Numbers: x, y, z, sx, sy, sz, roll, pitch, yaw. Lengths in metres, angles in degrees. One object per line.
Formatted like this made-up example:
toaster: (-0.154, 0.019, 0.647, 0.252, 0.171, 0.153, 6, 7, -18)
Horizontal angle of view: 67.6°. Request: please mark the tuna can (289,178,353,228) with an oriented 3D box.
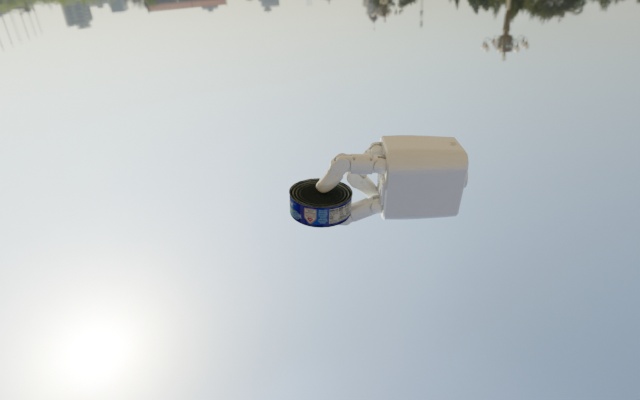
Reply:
tuna can: (0.000, 0.003, 0.649, 0.086, 0.034, 0.086, 1, 27, -1)
